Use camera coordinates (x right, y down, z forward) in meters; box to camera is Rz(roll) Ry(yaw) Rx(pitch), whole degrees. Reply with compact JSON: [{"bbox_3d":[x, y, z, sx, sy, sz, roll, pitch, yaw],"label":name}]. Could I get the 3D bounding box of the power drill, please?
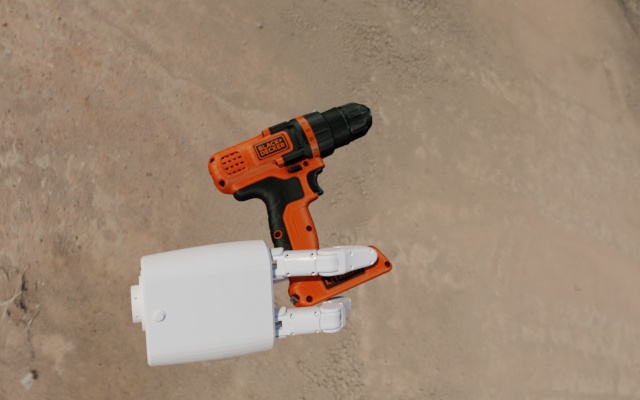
[{"bbox_3d":[0.000,0.002,0.493,0.184,0.187,0.057,-24,-11,-10],"label":"power drill"}]
